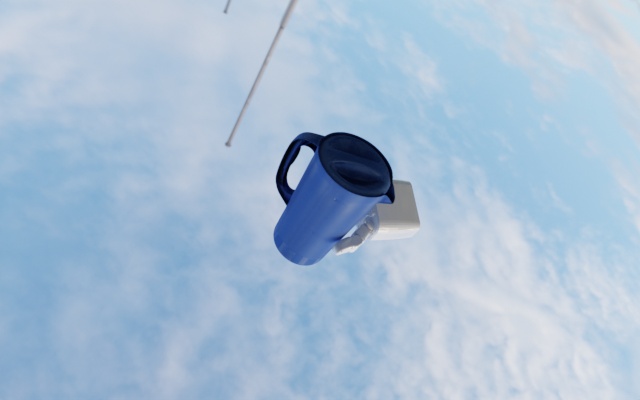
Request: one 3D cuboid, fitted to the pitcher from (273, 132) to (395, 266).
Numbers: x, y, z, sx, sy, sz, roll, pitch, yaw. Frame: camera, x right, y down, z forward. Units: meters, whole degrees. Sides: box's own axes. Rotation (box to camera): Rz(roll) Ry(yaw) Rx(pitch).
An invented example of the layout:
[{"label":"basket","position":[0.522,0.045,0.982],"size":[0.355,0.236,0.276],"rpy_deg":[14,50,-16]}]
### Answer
[{"label":"pitcher","position":[0.000,0.003,0.819],"size":[0.145,0.149,0.243],"rpy_deg":[0,-36,-32]}]
